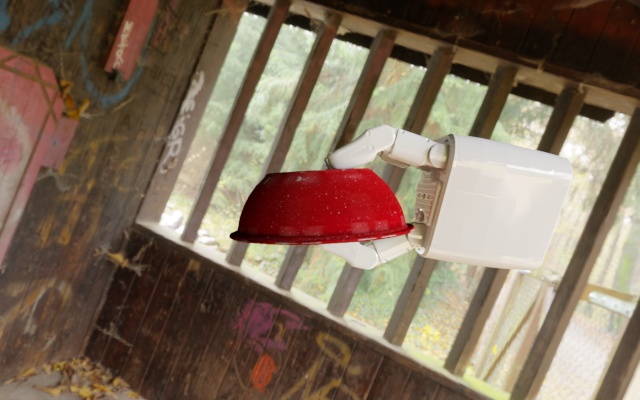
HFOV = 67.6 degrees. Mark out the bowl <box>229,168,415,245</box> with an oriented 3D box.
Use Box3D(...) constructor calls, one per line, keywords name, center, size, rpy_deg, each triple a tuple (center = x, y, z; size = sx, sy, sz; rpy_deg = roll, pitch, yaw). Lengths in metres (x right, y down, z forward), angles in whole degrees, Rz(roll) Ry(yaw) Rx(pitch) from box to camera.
Box3D(name="bowl", center=(-0.001, 0.001, 0.419), size=(0.162, 0.055, 0.162), rpy_deg=(-3, 3, 0))
